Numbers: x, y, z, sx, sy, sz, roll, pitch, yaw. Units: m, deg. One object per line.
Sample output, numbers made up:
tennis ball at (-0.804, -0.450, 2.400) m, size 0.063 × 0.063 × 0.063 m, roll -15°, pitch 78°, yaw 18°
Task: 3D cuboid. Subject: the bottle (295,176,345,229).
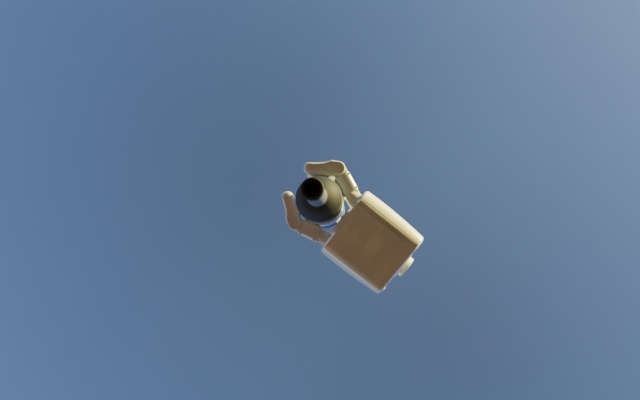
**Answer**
bottle at (0.000, 0.002, 0.707) m, size 0.069 × 0.069 × 0.296 m, roll 0°, pitch -6°, yaw 4°
